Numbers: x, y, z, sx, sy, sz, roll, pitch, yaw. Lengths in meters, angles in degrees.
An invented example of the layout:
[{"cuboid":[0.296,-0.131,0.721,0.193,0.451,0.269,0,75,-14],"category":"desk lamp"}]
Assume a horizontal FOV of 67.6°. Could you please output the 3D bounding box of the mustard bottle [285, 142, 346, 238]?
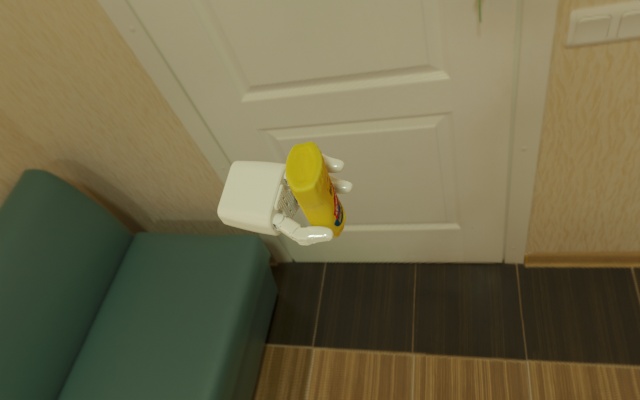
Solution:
[{"cuboid":[0.000,0.002,0.764,0.058,0.096,0.192,-12,-39,10],"category":"mustard bottle"}]
